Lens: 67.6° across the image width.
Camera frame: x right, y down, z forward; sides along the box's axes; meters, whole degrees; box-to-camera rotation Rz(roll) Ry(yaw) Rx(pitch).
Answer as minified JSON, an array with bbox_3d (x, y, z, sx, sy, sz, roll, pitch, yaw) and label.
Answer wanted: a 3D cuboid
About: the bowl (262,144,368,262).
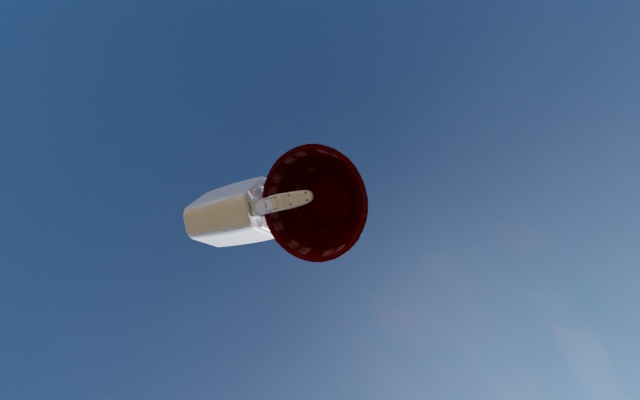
[{"bbox_3d":[0.002,0.002,0.669,0.162,0.162,0.055,0,4,27],"label":"bowl"}]
